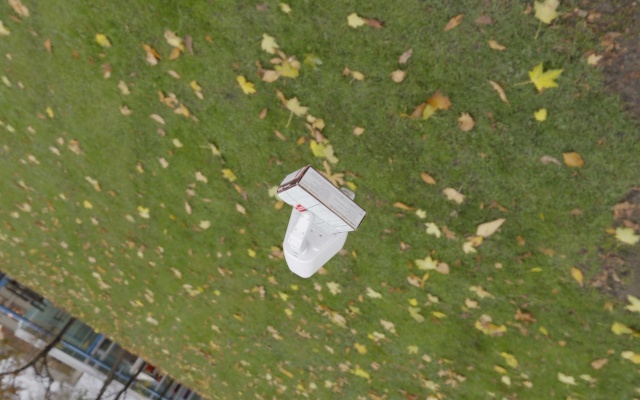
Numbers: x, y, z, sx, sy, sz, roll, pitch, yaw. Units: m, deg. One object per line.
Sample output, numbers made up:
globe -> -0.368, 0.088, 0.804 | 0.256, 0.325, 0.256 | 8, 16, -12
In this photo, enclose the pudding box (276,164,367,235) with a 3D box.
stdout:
pudding box -> 0.000, 0.002, 0.697 | 0.113, 0.039, 0.090 | 37, -22, -16
